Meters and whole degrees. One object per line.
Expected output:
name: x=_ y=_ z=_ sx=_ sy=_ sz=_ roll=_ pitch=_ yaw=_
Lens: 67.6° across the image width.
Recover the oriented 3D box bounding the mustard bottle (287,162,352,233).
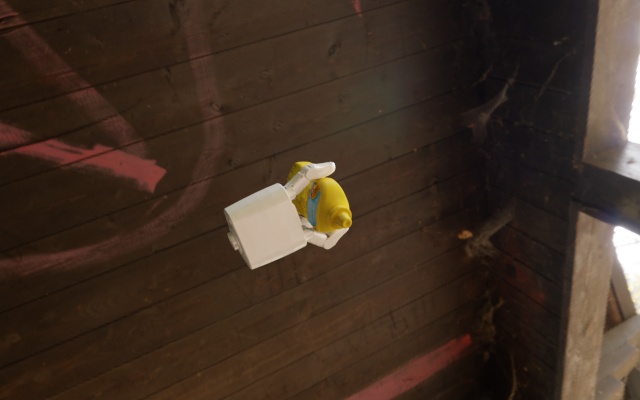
mustard bottle: x=0.000 y=0.003 z=0.852 sx=0.058 sy=0.096 sz=0.191 roll=-2 pitch=22 yaw=-28
